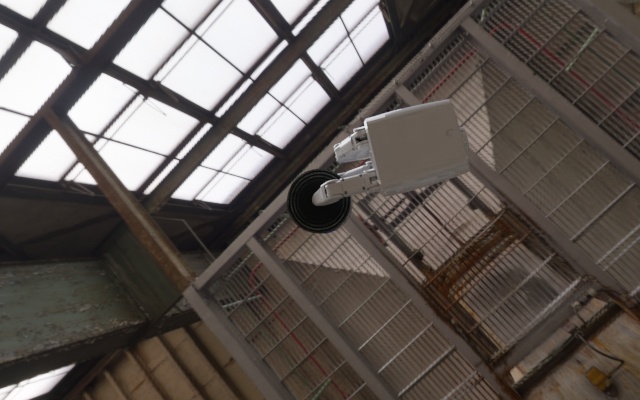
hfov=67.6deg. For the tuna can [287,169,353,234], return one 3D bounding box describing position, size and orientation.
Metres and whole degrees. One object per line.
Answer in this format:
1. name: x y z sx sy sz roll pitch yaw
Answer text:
1. tuna can: 0.000 0.002 0.642 0.086 0.086 0.034 0 -6 9
